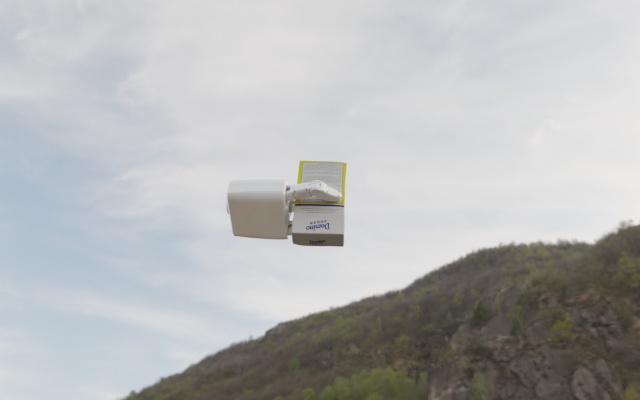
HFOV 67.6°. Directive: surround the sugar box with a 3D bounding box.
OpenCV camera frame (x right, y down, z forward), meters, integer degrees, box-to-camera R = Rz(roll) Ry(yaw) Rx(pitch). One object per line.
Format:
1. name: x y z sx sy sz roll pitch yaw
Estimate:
1. sugar box: 0.000 0.003 0.884 0.093 0.176 0.048 2 -38 3
